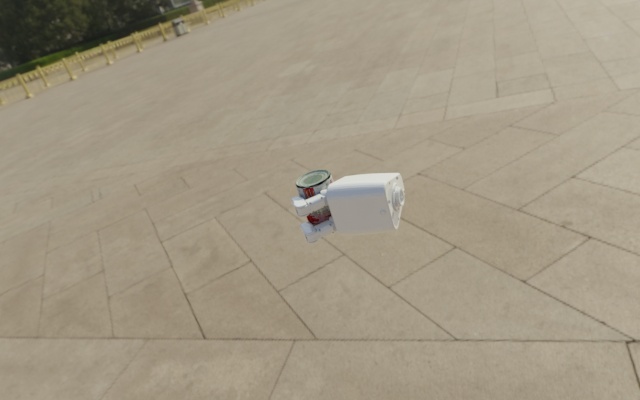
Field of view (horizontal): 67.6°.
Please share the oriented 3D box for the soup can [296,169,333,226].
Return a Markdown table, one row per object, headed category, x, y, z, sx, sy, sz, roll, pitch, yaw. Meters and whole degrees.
| category | x | y | z | sx | sy | sz | roll | pitch | yaw |
| --- | --- | --- | --- | --- | --- | --- | --- | --- | --- |
| soup can | 0.000 | 0.003 | 0.875 | 0.068 | 0.102 | 0.068 | -15 | 25 | 7 |
